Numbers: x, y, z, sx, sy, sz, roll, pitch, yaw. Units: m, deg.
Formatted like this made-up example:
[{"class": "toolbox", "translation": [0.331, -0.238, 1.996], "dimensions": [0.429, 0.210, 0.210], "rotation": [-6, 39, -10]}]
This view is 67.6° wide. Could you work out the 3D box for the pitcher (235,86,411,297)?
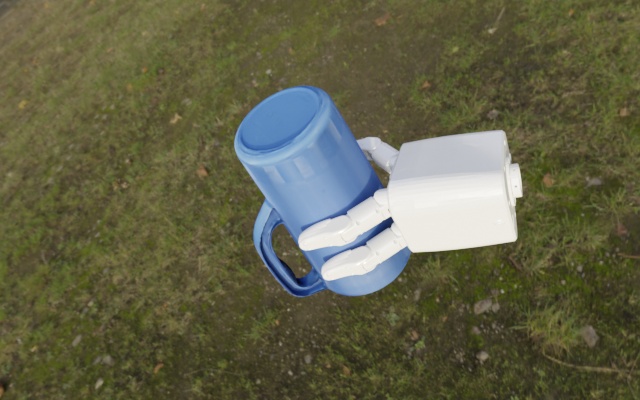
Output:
[{"class": "pitcher", "translation": [0.000, 0.002, 0.540], "dimensions": [0.145, 0.149, 0.243], "rotation": [-6, -40, 27]}]
